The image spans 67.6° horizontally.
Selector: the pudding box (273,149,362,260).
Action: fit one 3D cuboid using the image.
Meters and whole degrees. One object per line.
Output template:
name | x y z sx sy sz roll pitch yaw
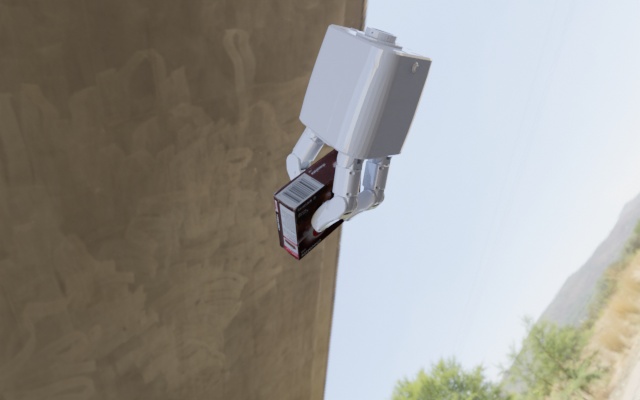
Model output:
pudding box | 0.000 0.002 0.551 0.113 0.090 0.039 -37 55 -28
